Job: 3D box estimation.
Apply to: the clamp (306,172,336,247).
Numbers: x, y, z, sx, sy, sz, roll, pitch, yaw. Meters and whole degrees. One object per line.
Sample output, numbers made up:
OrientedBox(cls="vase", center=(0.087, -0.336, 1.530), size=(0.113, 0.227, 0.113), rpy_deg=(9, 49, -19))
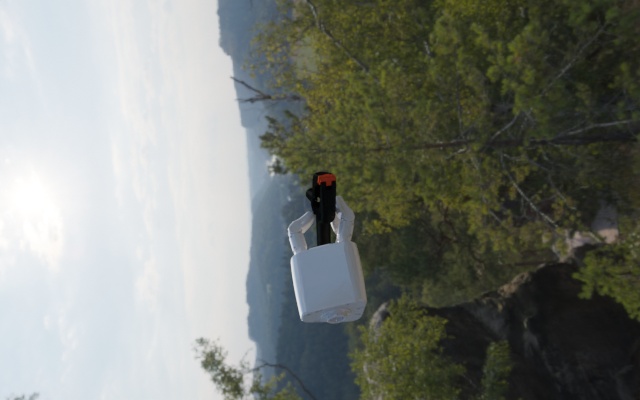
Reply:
OrientedBox(cls="clamp", center=(-0.001, 0.003, 0.874), size=(0.036, 0.164, 0.210), rpy_deg=(-8, -33, -10))
